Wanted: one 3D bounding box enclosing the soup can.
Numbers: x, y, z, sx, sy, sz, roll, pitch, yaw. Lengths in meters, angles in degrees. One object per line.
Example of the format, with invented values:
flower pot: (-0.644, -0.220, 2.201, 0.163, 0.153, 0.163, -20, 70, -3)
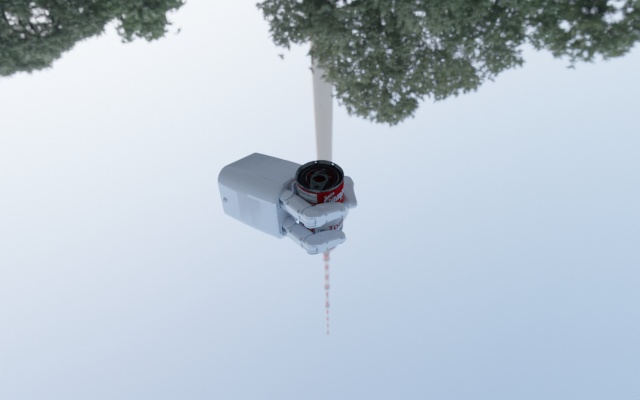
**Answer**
soup can: (0.001, 0.003, 0.689, 0.068, 0.102, 0.068, -1, 42, 1)
